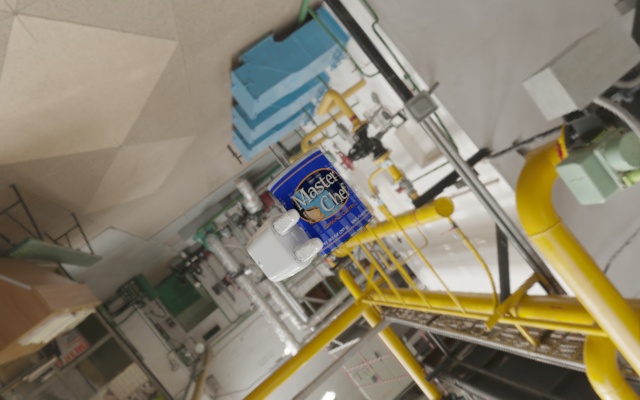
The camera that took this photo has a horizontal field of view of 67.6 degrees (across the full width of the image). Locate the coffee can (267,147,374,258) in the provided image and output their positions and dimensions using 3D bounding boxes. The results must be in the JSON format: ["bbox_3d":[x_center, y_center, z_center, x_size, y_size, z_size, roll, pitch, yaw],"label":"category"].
[{"bbox_3d":[0.000,0.002,0.743,0.103,0.140,0.103,-39,-1,-1],"label":"coffee can"}]
